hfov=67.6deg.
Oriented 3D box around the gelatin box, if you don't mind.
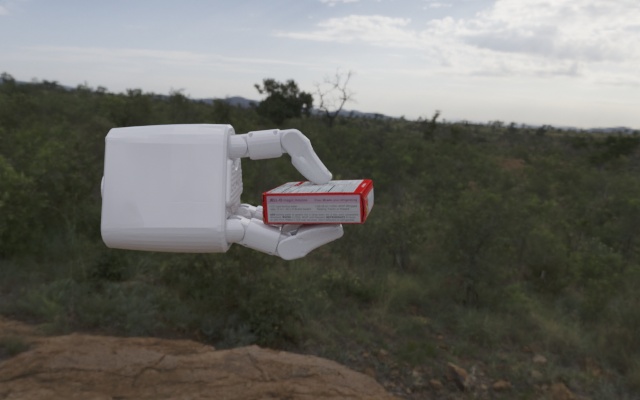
[{"bbox_3d":[0.000,0.001,0.431,0.089,0.030,0.073,-2,10,12],"label":"gelatin box"}]
